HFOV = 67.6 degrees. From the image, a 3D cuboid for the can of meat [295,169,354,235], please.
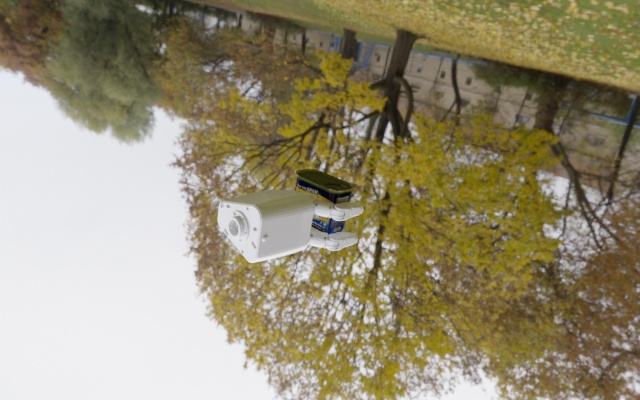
[{"bbox_3d":[0.000,0.003,0.809,0.102,0.084,0.057,25,25,34],"label":"can of meat"}]
